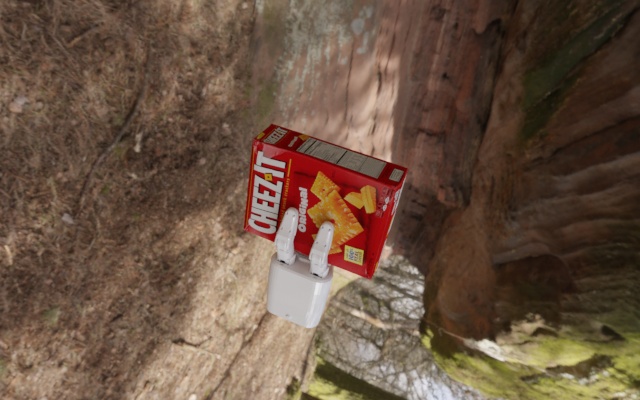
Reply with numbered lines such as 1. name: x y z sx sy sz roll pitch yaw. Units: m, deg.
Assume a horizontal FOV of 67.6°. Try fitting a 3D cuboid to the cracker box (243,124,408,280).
1. cracker box: 0.000 0.002 0.697 0.213 0.164 0.072 20 33 12
